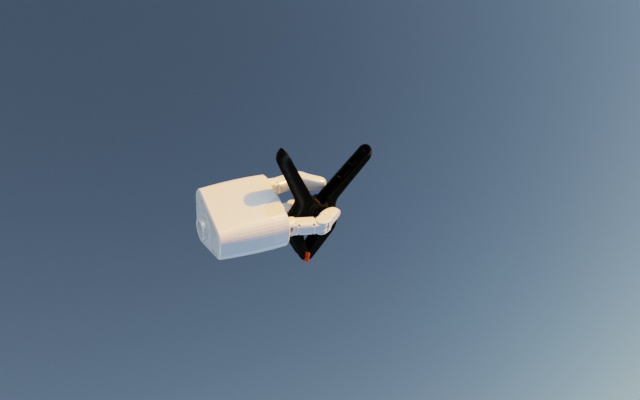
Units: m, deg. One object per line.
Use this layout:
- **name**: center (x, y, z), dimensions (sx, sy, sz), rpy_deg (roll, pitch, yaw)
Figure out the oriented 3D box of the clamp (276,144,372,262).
- **clamp**: center (0.000, 0.003, 0.750), dimensions (0.164, 0.210, 0.036), rpy_deg (-13, 37, -28)
